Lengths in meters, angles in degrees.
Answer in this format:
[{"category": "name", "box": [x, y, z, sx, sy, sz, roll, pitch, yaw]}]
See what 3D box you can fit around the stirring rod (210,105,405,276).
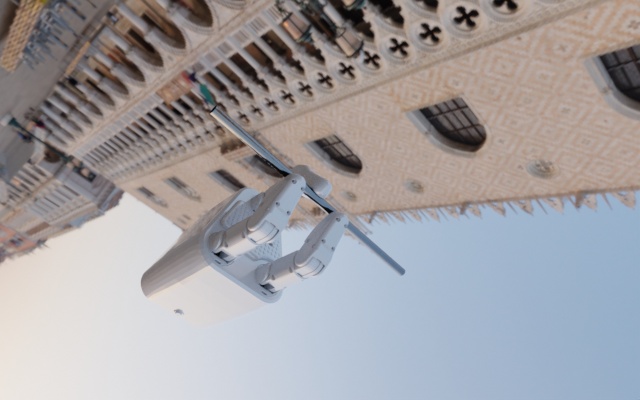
[{"category": "stirring rod", "box": [0.000, 0.001, 0.414, 0.240, 0.011, 0.011, 41, -22, -28]}]
